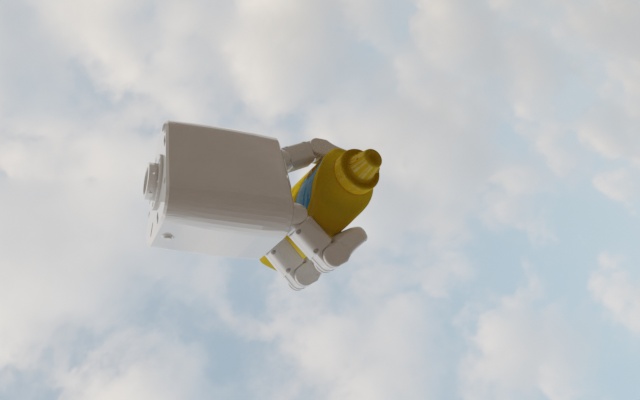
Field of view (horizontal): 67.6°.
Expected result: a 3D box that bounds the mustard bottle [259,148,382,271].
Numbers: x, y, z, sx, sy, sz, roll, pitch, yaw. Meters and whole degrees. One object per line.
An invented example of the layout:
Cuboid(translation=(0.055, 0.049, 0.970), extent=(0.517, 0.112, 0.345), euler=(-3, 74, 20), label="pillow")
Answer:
Cuboid(translation=(0.000, 0.002, 0.477), extent=(0.058, 0.096, 0.192), euler=(30, -35, -14), label="mustard bottle")
